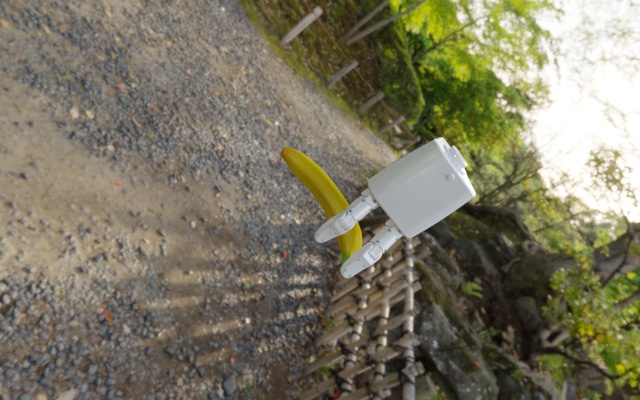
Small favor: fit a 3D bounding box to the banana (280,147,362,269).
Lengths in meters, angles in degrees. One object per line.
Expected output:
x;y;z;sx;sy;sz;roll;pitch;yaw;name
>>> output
0.010;0.003;0.694;0.037;0.197;0.069;-34;-10;26;banana
